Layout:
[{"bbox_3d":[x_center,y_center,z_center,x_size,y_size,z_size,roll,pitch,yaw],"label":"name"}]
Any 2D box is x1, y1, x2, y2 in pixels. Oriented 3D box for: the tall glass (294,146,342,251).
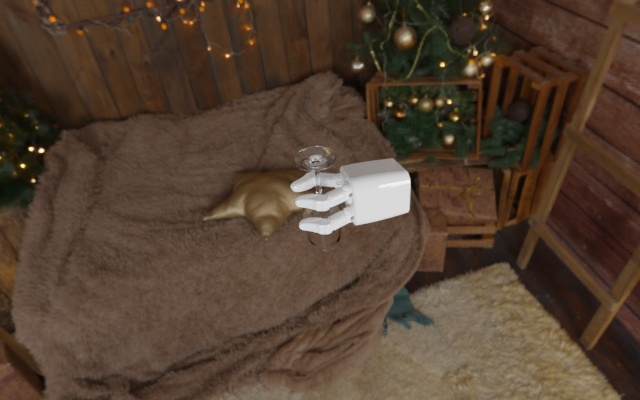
[{"bbox_3d":[0.000,0.002,0.887,0.079,0.201,0.079,-4,40,3],"label":"tall glass"}]
